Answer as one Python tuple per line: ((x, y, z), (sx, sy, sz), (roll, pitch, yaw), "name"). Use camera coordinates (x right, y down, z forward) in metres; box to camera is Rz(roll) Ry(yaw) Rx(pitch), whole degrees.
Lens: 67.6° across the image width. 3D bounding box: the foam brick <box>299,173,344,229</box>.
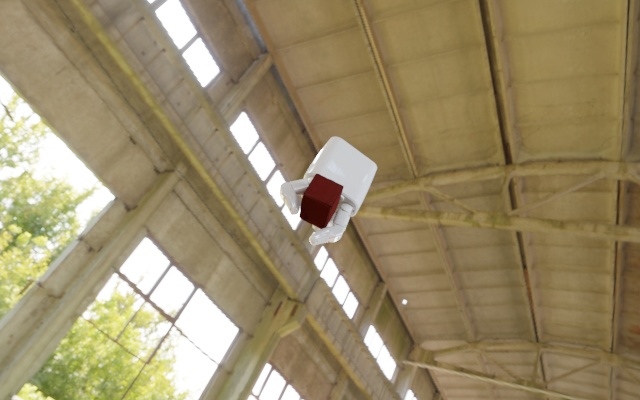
((0.000, 0.003, 0.804), (0.053, 0.051, 0.078), (27, -33, 7), "foam brick")
